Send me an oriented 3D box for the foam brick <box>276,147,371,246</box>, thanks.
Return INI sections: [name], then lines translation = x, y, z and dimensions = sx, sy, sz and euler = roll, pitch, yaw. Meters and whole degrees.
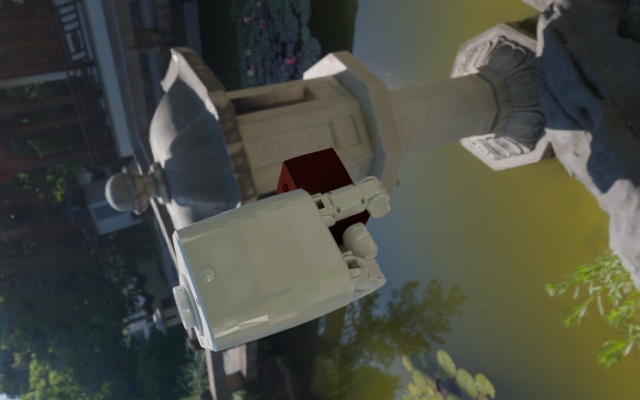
[foam brick]
translation = 0.000, 0.001, 0.430
dimensions = 0.051, 0.078, 0.053
euler = -18, -25, -22
